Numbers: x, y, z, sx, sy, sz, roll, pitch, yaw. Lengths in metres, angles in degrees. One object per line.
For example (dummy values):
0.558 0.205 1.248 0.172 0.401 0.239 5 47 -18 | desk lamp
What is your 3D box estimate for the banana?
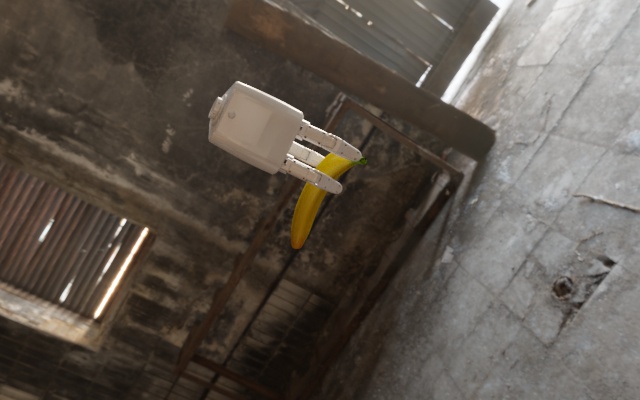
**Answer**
-0.002 -0.011 0.764 0.037 0.198 0.069 20 30 -29 | banana
